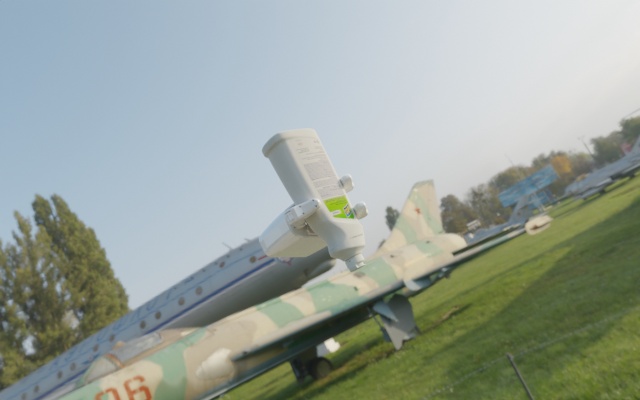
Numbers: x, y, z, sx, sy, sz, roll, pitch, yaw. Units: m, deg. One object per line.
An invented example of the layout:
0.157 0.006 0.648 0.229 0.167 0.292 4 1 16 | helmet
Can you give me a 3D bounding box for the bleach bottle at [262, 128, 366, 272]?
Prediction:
0.000 0.003 0.794 0.102 0.250 0.068 -15 -17 -43 | bleach bottle
